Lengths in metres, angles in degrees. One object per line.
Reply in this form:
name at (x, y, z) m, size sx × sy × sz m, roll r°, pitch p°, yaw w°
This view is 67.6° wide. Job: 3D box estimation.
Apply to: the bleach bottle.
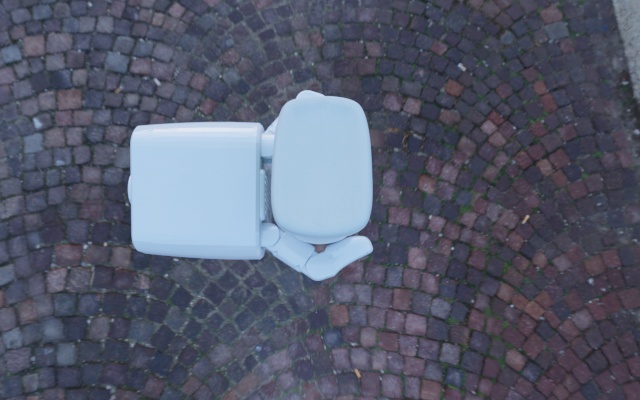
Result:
bleach bottle at (0.000, 0.001, 0.436) m, size 0.068 × 0.102 × 0.251 m, roll 1°, pitch -13°, yaw 0°
